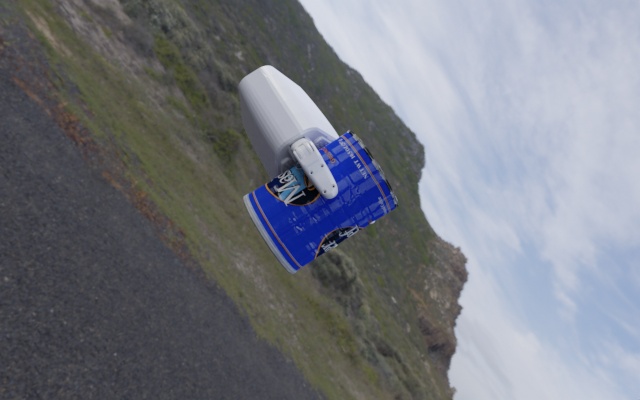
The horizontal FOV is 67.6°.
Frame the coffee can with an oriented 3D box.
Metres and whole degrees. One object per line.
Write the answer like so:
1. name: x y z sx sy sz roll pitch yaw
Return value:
1. coffee can: 0.000 0.002 0.535 0.140 0.103 0.103 -32 0 0
